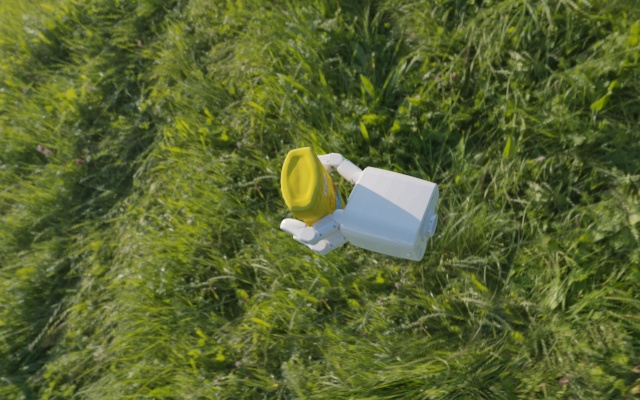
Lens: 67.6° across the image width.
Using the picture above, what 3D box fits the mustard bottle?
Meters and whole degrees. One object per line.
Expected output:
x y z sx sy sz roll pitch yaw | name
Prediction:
0.000 0.002 0.724 0.058 0.096 0.192 -10 -24 14 | mustard bottle
